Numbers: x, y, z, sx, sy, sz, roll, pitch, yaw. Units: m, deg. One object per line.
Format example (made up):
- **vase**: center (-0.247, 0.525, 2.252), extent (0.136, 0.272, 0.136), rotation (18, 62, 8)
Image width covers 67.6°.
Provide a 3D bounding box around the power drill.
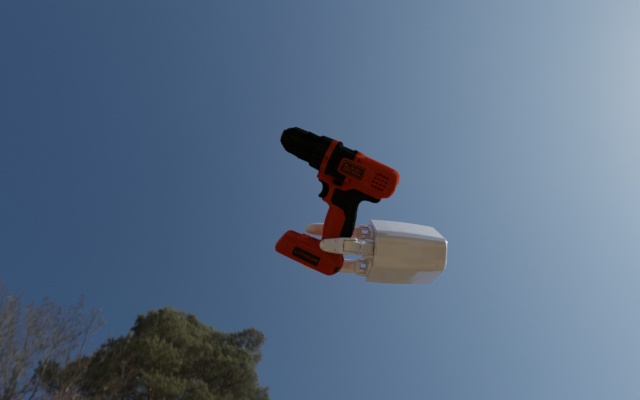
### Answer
- **power drill**: center (0.000, 0.003, 0.709), extent (0.184, 0.188, 0.057), rotation (25, 15, 8)
